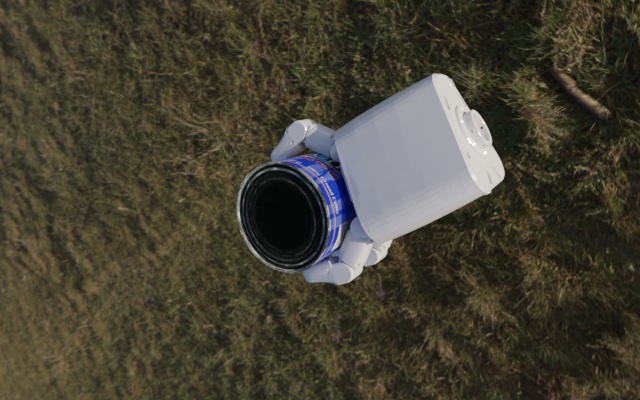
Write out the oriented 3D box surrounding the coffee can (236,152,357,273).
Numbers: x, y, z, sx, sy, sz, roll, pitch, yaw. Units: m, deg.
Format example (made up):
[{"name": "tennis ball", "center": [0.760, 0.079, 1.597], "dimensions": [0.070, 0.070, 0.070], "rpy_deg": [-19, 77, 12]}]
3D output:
[{"name": "coffee can", "center": [0.000, 0.002, 0.480], "dimensions": [0.103, 0.103, 0.140], "rpy_deg": [0, 12, 32]}]
